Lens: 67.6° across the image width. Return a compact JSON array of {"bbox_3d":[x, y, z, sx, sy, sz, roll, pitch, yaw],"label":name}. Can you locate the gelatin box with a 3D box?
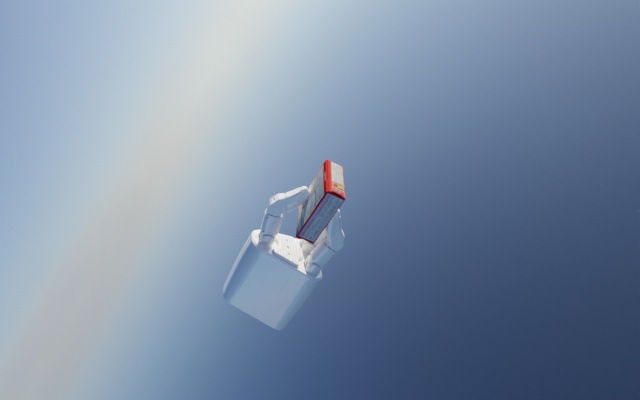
[{"bbox_3d":[0.000,0.002,0.634,0.030,0.089,0.073,22,34,-16],"label":"gelatin box"}]
